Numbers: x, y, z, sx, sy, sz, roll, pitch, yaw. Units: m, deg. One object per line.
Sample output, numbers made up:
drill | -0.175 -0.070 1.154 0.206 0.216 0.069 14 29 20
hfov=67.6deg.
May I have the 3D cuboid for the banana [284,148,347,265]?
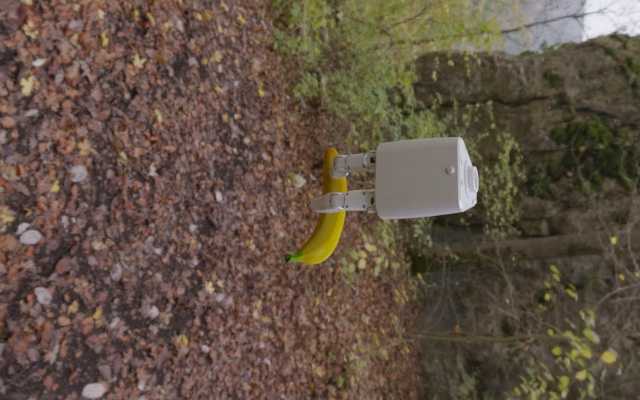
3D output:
banana | 0.008 0.016 0.685 0.037 0.197 0.070 -6 -40 34
